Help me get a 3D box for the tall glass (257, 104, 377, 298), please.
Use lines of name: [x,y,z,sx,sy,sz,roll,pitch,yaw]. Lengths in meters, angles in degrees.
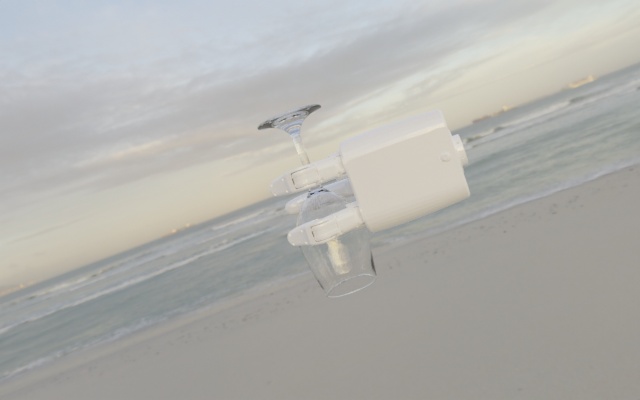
tall glass: [0.000,0.001,0.526,0.079,0.201,0.079,-20,3,1]
